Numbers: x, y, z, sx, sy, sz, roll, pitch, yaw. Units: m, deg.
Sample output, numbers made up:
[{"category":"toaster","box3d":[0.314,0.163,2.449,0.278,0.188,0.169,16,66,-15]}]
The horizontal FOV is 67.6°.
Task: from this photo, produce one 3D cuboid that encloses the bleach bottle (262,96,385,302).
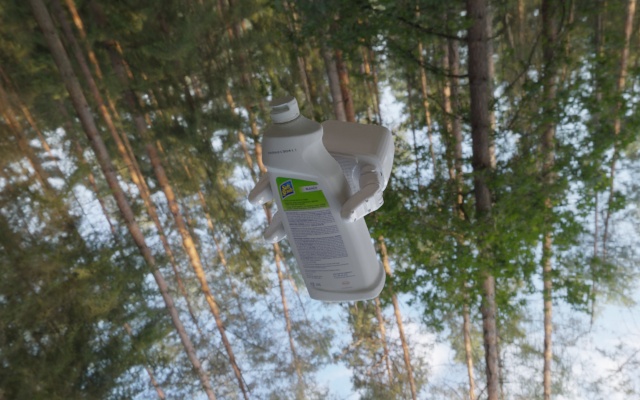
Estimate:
[{"category":"bleach bottle","box3d":[0.000,0.002,0.554,0.102,0.251,0.068,-7,28,19]}]
